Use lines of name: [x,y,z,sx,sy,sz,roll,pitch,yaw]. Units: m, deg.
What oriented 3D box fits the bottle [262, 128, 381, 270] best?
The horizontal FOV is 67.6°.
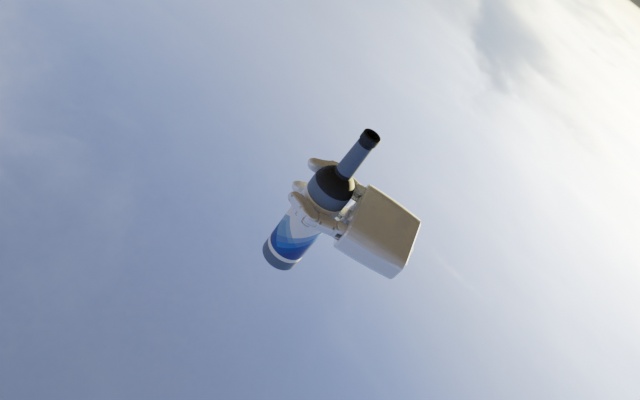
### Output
bottle: [0.000,0.003,0.740,0.069,0.069,0.296,0,-38,-38]
